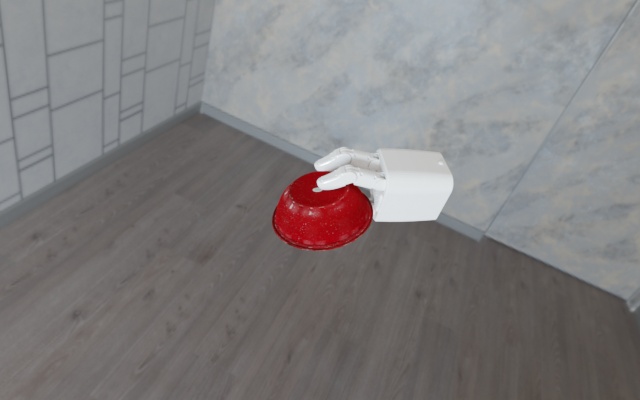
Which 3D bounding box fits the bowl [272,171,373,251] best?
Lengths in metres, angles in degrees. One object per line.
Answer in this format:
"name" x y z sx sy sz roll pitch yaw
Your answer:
"bowl" -0.001 0.002 0.738 0.162 0.055 0.162 -5 39 4
